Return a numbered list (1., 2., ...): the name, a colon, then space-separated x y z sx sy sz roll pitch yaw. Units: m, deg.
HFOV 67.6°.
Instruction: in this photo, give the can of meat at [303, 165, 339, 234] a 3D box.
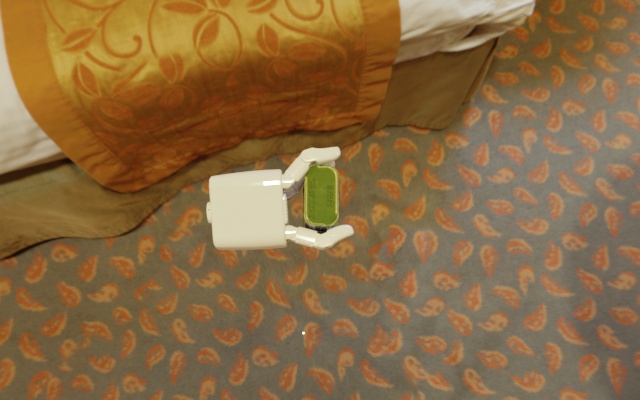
1. can of meat: 0.000 0.002 0.745 0.057 0.102 0.084 0 -15 -1
